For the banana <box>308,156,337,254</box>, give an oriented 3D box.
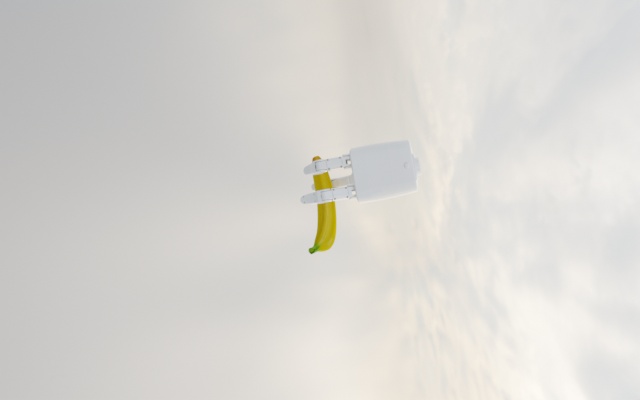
[{"bbox_3d":[0.006,0.014,0.886,0.037,0.197,0.070,-9,-28,17],"label":"banana"}]
